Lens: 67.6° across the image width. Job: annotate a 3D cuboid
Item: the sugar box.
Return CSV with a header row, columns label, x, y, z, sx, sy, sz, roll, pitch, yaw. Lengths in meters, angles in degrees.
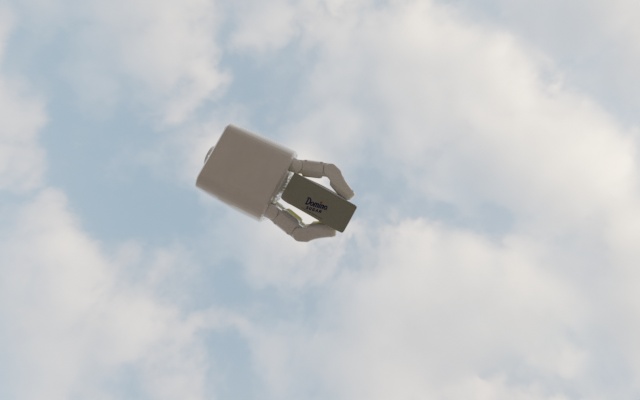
label,x,y,z,sx,sy,sz,roll,pitch,yaw
sugar box,0.000,0.003,0.680,0.093,0.048,0.176,29,4,2
